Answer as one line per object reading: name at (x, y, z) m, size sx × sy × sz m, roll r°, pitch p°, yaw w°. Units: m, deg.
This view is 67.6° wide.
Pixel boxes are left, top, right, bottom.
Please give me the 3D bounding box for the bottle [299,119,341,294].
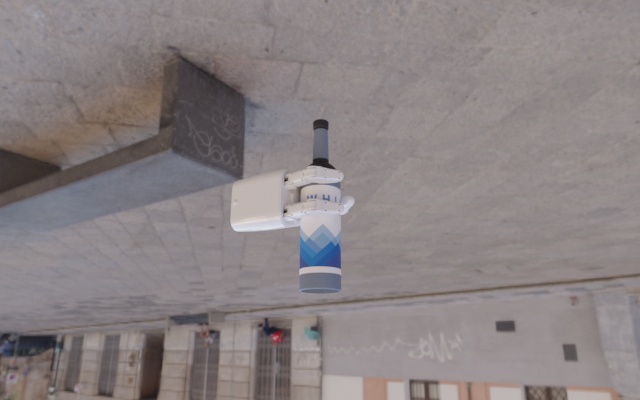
bottle at (0.000, 0.003, 0.796) m, size 0.069 × 0.295 × 0.069 m, roll 0°, pitch -18°, yaw 0°
